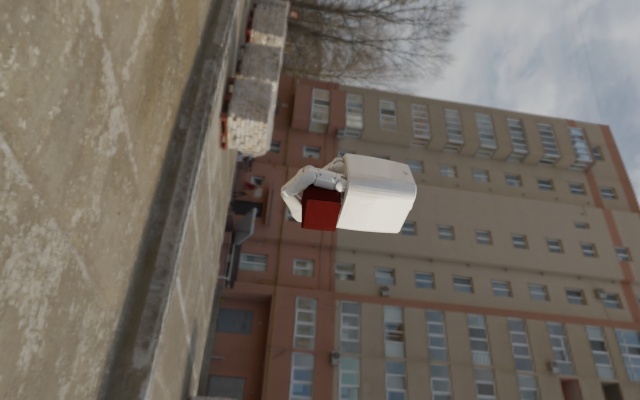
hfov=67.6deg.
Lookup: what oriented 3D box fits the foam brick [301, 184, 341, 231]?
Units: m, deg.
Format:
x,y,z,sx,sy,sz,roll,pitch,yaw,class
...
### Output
x,y,z,sx,sy,sz,roll,pitch,yaw,class
0.000,0.003,0.717,0.051,0.053,0.078,8,31,-7,foam brick
